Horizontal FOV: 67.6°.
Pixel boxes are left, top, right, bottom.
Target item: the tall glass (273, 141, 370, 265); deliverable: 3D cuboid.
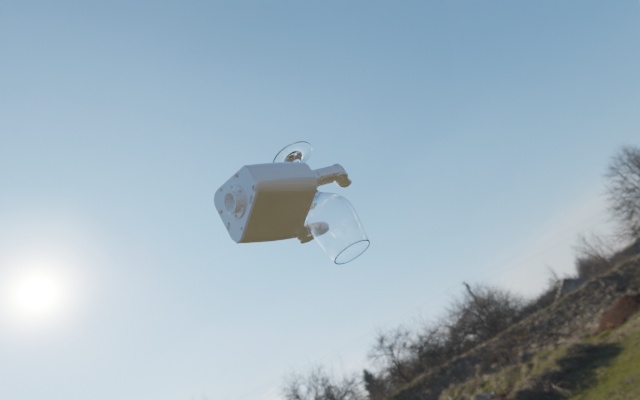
[{"bbox_3d":[0.000,0.002,0.756,0.079,0.201,0.079,-26,-27,-14],"label":"tall glass"}]
